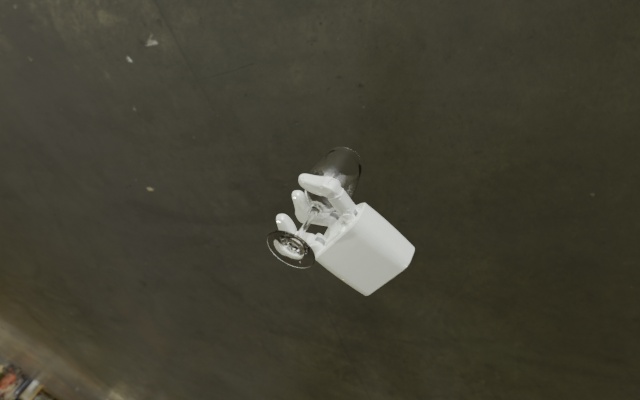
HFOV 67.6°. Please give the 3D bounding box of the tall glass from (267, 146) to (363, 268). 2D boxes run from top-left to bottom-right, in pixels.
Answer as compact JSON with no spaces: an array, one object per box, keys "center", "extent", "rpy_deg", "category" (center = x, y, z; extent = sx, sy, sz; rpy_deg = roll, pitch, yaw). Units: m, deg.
[{"center":[0.000,0.003,0.716],"extent":[0.079,0.079,0.201],"rpy_deg":[0,42,33],"category":"tall glass"}]
